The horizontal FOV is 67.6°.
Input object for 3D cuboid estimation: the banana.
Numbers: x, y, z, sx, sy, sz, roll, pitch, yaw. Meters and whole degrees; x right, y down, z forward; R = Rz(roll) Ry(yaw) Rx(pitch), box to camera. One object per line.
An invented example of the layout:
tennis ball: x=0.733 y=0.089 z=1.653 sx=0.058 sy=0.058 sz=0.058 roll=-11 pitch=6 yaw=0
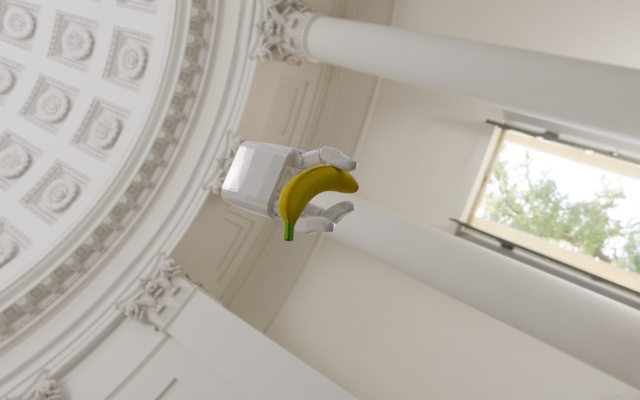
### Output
banana: x=-0.004 y=-0.014 z=0.669 sx=0.037 sy=0.070 sz=0.197 roll=6 pitch=24 yaw=33
